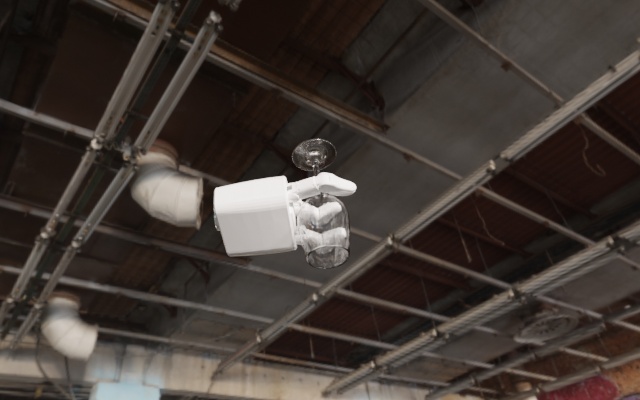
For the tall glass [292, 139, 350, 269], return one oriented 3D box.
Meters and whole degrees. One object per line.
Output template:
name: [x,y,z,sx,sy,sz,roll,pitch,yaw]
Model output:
tall glass: [0.000,0.002,0.727,0.079,0.200,0.079,-5,-38,-4]
